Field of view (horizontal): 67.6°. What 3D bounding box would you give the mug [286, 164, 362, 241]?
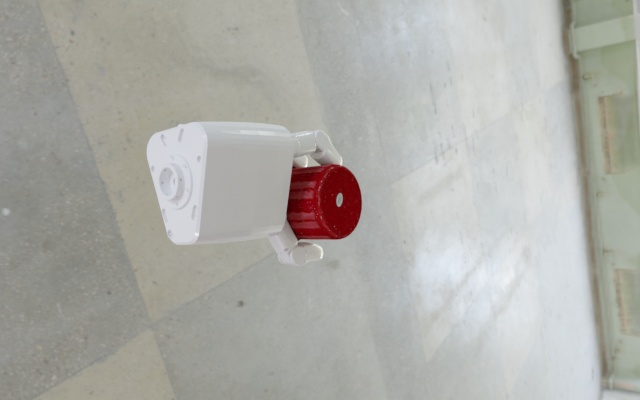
[{"bbox_3d":[0.001,0.002,0.545,0.081,0.093,0.117,-3,3,40],"label":"mug"}]
